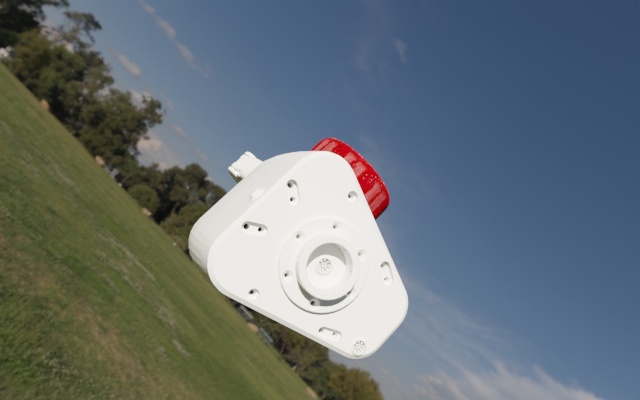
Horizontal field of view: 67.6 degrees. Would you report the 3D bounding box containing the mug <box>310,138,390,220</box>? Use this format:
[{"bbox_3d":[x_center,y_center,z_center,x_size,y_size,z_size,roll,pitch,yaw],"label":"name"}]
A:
[{"bbox_3d":[0.000,0.001,0.417,0.081,0.093,0.117,-44,14,-12],"label":"mug"}]
